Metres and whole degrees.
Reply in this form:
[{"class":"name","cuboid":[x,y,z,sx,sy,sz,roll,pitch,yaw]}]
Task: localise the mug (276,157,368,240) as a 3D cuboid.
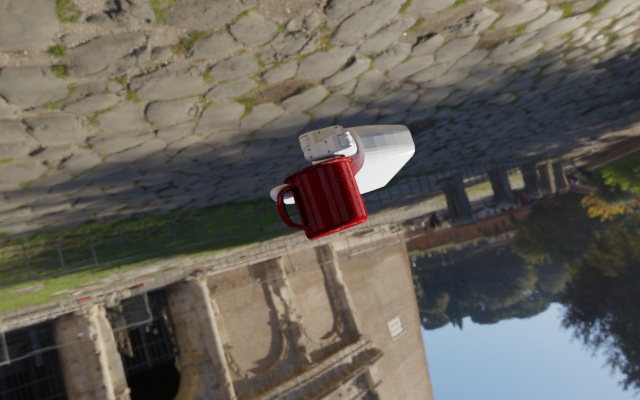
[{"class":"mug","cuboid":[-0.001,0.002,0.593,0.117,0.081,0.093,-14,-8,-35]}]
